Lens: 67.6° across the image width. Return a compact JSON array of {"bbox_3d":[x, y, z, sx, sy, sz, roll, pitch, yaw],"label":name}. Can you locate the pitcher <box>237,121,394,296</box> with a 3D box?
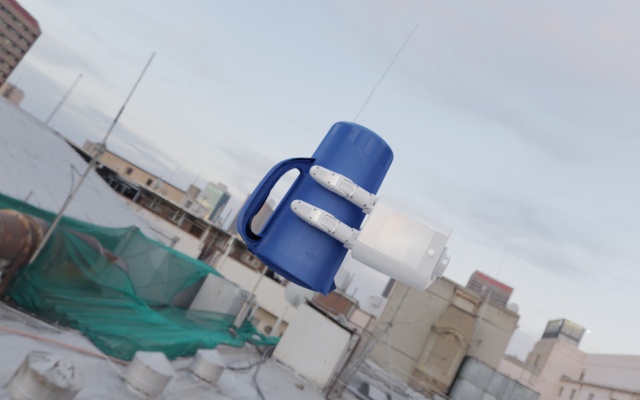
[{"bbox_3d":[0.000,0.002,0.701,0.145,0.243,0.149,26,-12,20],"label":"pitcher"}]
